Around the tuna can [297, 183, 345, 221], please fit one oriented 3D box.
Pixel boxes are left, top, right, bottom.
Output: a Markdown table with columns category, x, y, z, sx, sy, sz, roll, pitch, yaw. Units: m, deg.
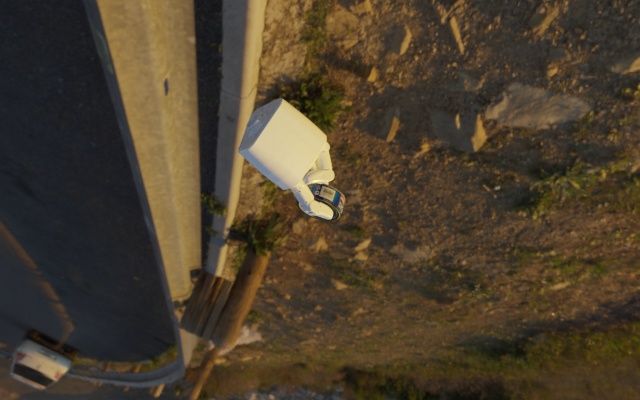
| category | x | y | z | sx | sy | sz | roll | pitch | yaw |
| --- | --- | --- | --- | --- | --- | --- | --- | --- | --- |
| tuna can | 0.000 | 0.003 | 0.874 | 0.086 | 0.033 | 0.086 | 14 | -27 | 8 |
